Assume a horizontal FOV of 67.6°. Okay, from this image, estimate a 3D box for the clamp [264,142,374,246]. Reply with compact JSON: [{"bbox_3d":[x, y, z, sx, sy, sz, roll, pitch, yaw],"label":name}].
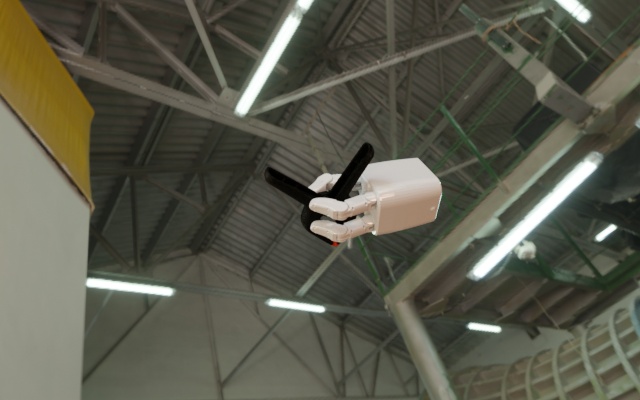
[{"bbox_3d":[0.000,0.002,0.762,0.164,0.036,0.210,-9,-43,-7],"label":"clamp"}]
